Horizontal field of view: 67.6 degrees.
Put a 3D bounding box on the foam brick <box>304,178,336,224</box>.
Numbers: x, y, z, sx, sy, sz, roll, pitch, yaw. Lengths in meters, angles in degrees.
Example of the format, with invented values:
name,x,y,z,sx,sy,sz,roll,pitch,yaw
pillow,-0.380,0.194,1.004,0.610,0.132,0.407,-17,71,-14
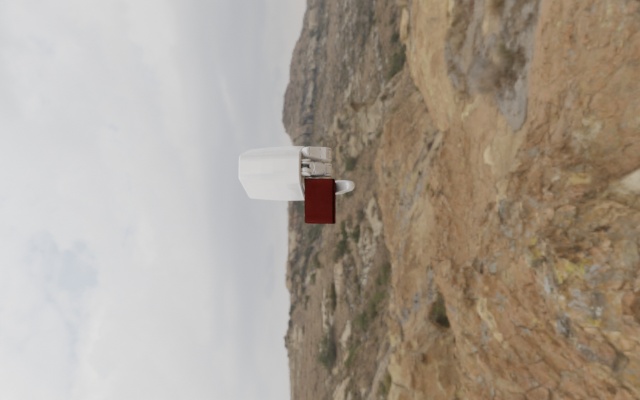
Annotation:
name,x,y,z,sx,sy,sz,roll,pitch,yaw
foam brick,0.000,0.003,0.831,0.051,0.078,0.053,0,-5,4
